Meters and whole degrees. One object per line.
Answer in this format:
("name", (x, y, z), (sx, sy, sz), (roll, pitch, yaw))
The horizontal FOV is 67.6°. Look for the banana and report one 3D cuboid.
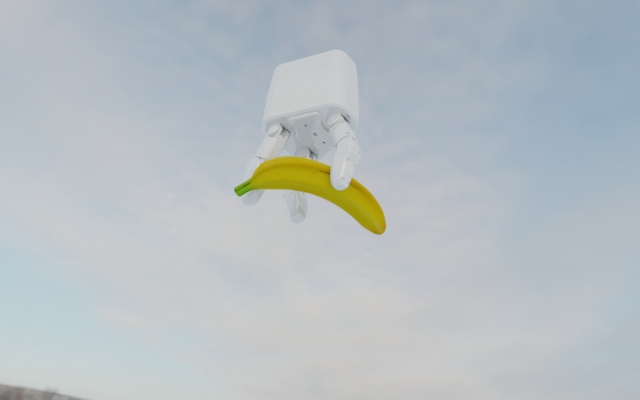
("banana", (0.006, -0.010, 0.553), (0.198, 0.037, 0.070), (18, -42, -21))
